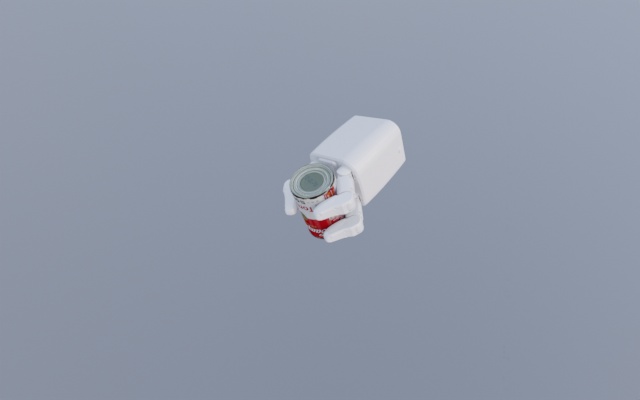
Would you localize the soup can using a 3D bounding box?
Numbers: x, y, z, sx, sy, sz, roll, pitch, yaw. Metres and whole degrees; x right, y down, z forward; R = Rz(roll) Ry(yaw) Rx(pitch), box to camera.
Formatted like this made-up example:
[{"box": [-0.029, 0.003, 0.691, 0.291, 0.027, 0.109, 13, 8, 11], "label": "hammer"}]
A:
[{"box": [0.000, 0.002, 0.710, 0.068, 0.068, 0.102, 0, -38, 19], "label": "soup can"}]
